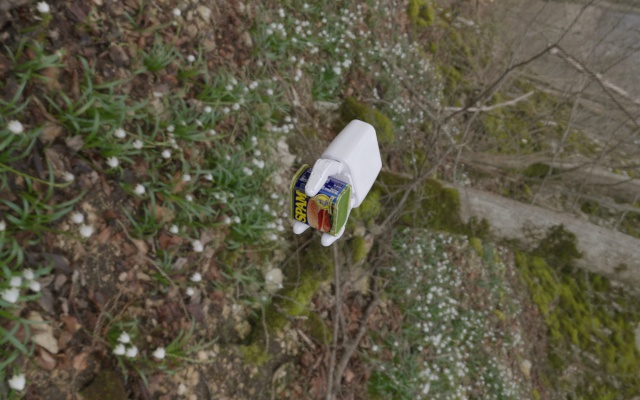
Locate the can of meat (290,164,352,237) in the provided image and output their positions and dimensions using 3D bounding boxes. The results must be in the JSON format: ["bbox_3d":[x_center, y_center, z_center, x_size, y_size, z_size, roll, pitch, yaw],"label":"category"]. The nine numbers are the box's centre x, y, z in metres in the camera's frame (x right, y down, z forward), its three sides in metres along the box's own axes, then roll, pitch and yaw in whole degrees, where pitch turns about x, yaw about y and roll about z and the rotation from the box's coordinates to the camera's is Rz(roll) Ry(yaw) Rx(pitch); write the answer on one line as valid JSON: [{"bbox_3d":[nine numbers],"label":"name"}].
[{"bbox_3d":[0.000,0.003,0.769,0.084,0.102,0.057,23,49,17],"label":"can of meat"}]
